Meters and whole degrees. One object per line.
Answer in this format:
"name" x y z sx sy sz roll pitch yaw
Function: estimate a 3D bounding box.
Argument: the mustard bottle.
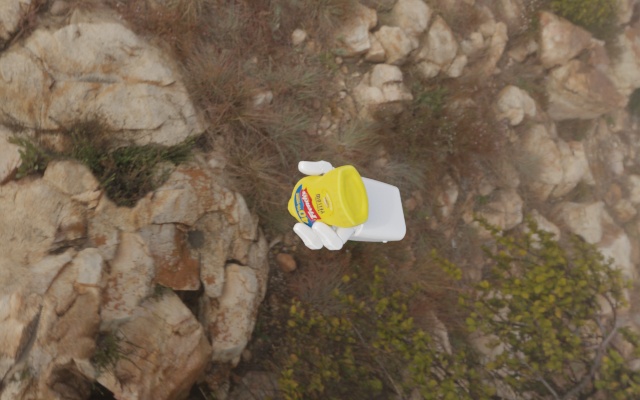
"mustard bottle" 0.000 0.003 0.815 0.058 0.096 0.191 -19 4 -34
